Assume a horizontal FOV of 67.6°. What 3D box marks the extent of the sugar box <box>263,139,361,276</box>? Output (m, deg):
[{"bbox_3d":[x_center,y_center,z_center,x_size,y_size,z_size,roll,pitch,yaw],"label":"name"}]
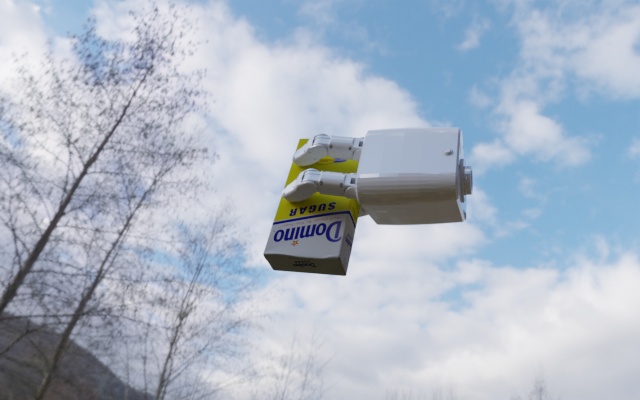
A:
[{"bbox_3d":[0.000,0.001,0.580,0.093,0.176,0.048,1,-37,19],"label":"sugar box"}]
